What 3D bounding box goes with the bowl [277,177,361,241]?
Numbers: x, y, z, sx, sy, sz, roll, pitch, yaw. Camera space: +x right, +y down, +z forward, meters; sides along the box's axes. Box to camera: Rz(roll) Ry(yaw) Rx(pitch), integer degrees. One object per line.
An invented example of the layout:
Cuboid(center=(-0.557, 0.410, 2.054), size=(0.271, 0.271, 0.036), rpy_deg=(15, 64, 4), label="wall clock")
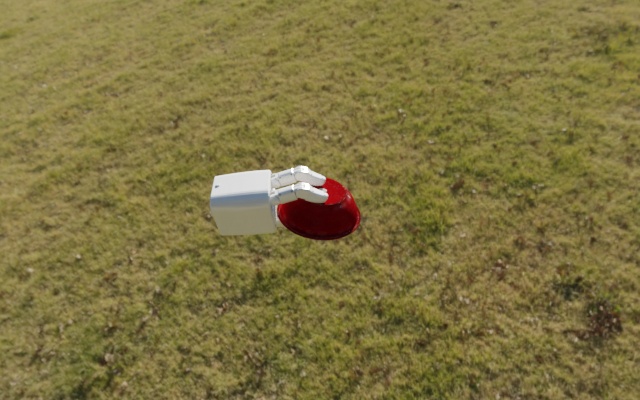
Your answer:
Cuboid(center=(0.001, 0.002, 0.897), size=(0.162, 0.055, 0.162), rpy_deg=(5, 36, -4), label="bowl")
